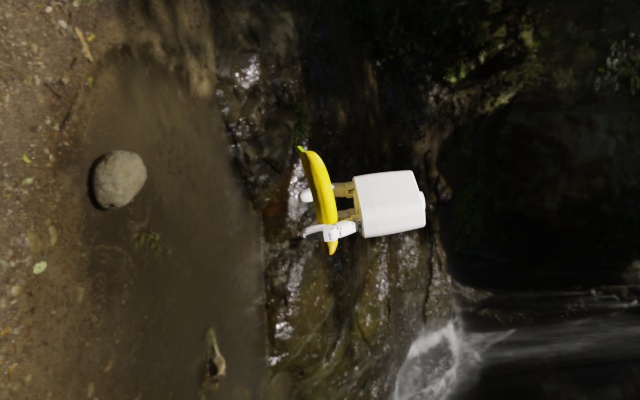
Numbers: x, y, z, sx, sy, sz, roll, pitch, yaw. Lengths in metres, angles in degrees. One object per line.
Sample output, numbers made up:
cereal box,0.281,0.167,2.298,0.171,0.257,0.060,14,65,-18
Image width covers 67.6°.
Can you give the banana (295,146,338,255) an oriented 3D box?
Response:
banana,0.002,0.000,0.807,0.037,0.198,0.069,-15,5,-9
